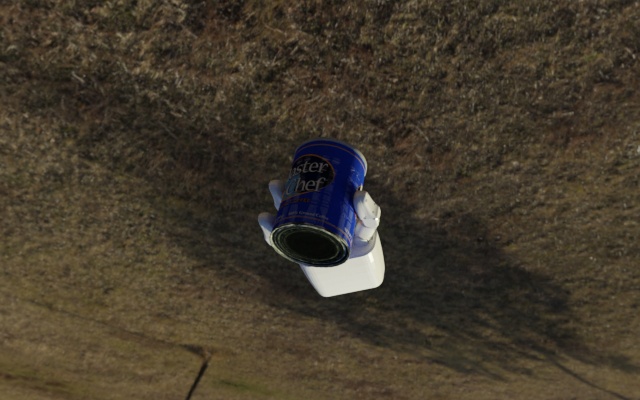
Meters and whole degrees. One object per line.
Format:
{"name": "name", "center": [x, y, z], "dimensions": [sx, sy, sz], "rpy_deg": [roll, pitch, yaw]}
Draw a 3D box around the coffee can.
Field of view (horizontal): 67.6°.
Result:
{"name": "coffee can", "center": [0.000, 0.002, 0.626], "dimensions": [0.103, 0.140, 0.103], "rpy_deg": [9, -34, 7]}
